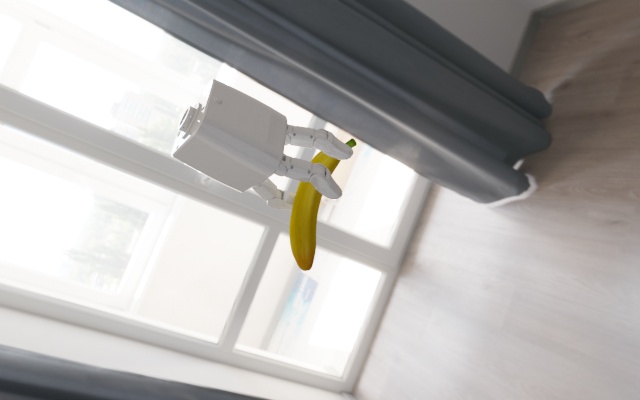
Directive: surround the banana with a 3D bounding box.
[{"bbox_3d":[-0.010,0.001,0.653,0.037,0.197,0.069,29,-21,-29],"label":"banana"}]
